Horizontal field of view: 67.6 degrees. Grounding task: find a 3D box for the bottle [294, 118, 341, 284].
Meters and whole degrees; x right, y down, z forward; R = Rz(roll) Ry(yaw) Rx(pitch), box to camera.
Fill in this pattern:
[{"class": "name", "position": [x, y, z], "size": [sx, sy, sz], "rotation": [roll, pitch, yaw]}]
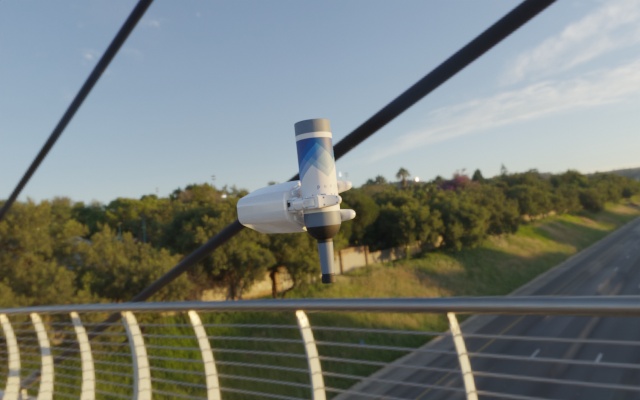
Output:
[{"class": "bottle", "position": [0.000, 0.003, 0.872], "size": [0.069, 0.295, 0.069], "rotation": [-6, -2, 0]}]
